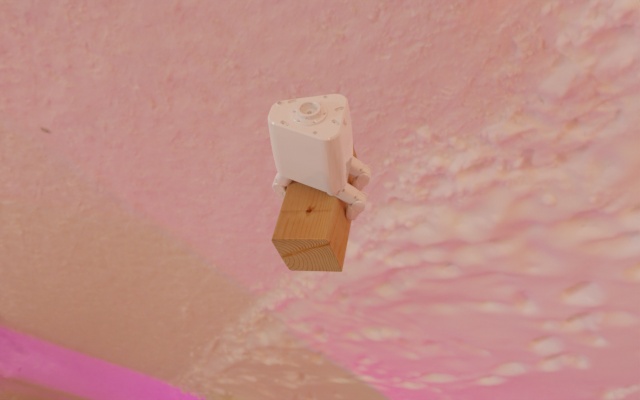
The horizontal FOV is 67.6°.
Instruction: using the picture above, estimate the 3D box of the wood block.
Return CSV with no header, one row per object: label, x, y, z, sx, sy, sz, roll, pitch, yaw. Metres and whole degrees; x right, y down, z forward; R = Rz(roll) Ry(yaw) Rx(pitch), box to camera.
wood block,0.000,0.002,0.770,0.091,0.206,0.090,-1,-39,20
